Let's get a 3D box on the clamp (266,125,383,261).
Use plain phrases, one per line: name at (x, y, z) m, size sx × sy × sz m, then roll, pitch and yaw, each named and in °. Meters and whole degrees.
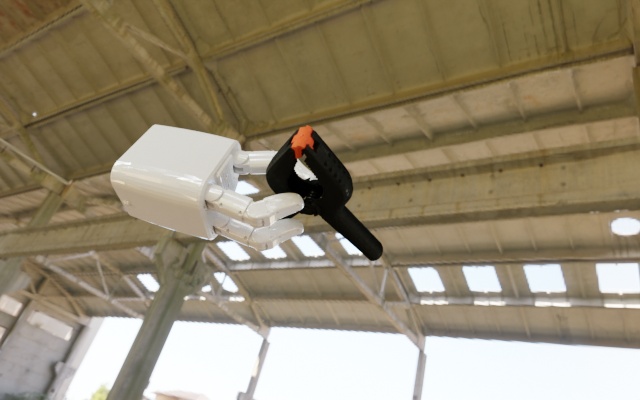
clamp at (0.000, 0.001, 0.532) m, size 0.164 × 0.036 × 0.210 m, roll 14°, pitch -32°, yaw 7°
